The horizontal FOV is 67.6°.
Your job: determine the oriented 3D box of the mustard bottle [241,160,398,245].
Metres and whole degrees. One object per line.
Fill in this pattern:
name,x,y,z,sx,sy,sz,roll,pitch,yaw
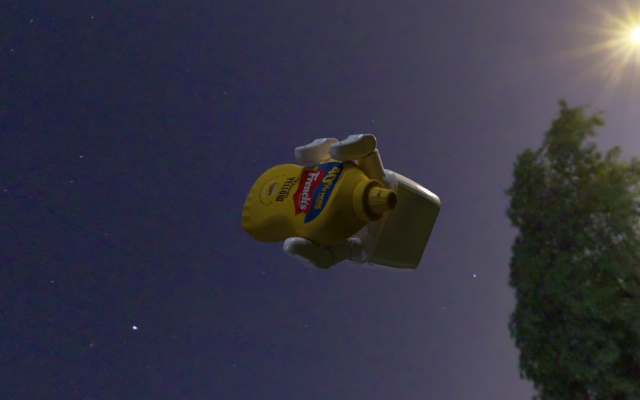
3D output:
mustard bottle,0.000,0.002,0.515,0.191,0.096,0.058,-1,-38,44
